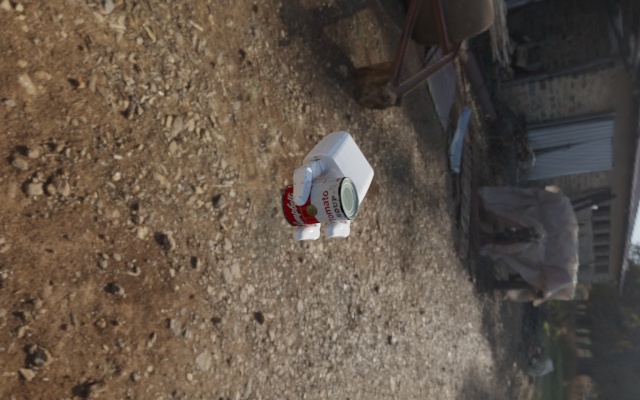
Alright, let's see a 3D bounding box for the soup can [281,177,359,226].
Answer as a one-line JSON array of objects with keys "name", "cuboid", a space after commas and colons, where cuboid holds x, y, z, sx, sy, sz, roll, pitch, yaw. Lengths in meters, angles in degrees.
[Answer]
[{"name": "soup can", "cuboid": [0.000, 0.003, 0.739, 0.102, 0.068, 0.068, -7, -3, 27]}]
